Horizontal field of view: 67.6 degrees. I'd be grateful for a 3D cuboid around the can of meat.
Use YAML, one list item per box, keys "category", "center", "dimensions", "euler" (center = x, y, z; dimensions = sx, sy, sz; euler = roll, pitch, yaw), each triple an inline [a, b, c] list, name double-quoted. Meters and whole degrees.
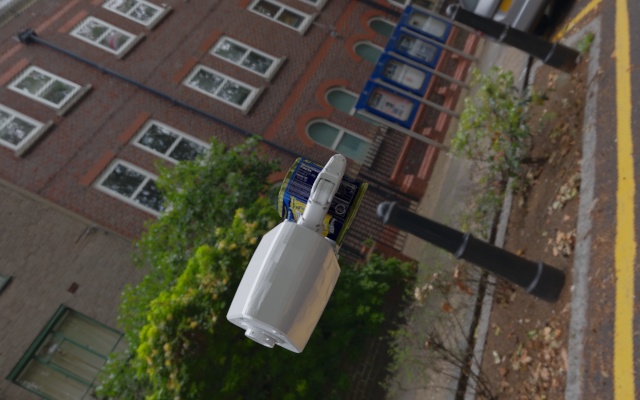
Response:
- category: "can of meat"
  center: [0.000, 0.002, 0.546]
  dimensions: [0.084, 0.057, 0.102]
  euler: [24, -21, 3]
